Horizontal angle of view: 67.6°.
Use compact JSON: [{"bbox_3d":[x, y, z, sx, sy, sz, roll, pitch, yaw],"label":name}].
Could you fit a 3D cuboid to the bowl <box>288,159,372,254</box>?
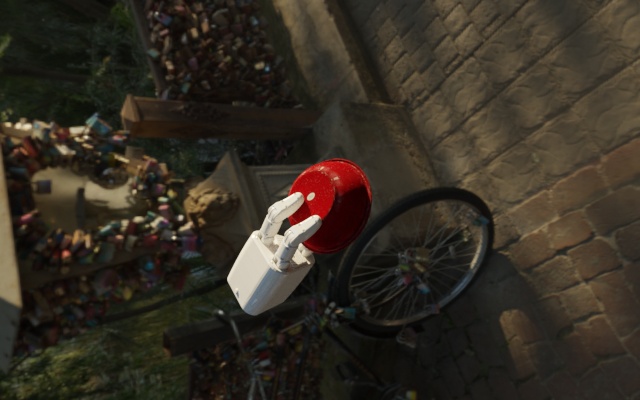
[{"bbox_3d":[0.001,0.001,0.768,0.162,0.162,0.055,0,-14,36],"label":"bowl"}]
